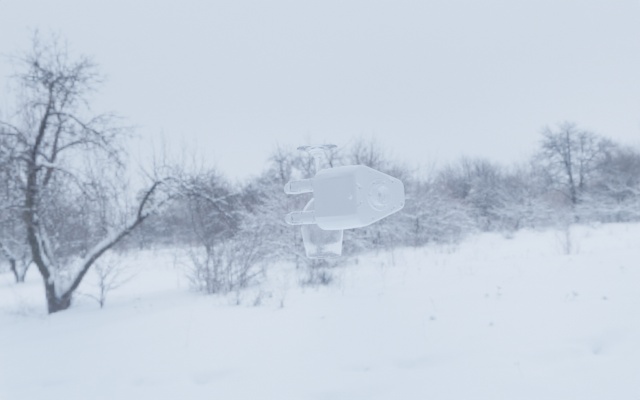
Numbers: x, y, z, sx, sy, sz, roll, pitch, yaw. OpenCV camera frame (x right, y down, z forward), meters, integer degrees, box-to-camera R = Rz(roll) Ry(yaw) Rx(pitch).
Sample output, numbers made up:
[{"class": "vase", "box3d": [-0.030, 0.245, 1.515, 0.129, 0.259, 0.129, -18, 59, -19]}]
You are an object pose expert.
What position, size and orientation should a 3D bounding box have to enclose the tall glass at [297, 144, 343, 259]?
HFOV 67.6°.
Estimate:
[{"class": "tall glass", "box3d": [0.000, 0.002, 0.862, 0.079, 0.201, 0.079, -3, -2, 0]}]
